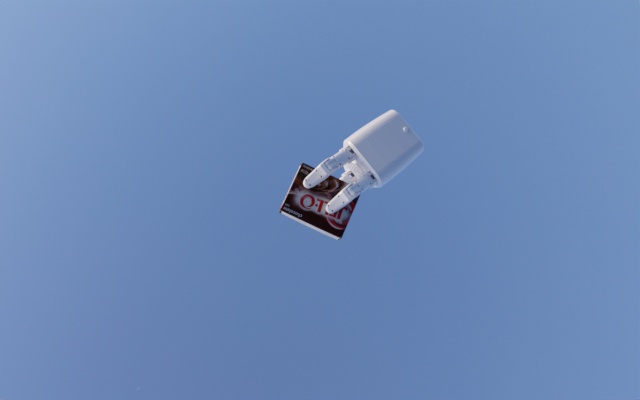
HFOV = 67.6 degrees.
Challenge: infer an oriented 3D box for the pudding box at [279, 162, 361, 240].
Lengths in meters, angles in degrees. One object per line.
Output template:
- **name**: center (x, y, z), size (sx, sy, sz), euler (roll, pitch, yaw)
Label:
- **pudding box**: center (0.000, 0.003, 0.791), size (0.113, 0.090, 0.039), euler (24, -14, -1)
